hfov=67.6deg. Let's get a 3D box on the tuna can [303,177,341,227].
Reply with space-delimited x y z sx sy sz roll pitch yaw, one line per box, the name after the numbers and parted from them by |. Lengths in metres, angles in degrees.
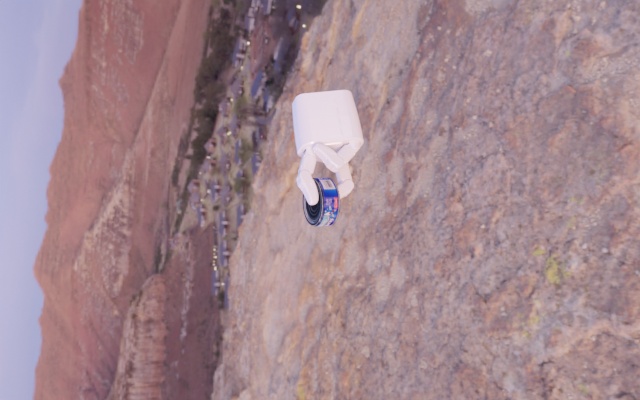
0.000 0.003 0.831 0.034 0.086 0.086 -2 1 -26 | tuna can
